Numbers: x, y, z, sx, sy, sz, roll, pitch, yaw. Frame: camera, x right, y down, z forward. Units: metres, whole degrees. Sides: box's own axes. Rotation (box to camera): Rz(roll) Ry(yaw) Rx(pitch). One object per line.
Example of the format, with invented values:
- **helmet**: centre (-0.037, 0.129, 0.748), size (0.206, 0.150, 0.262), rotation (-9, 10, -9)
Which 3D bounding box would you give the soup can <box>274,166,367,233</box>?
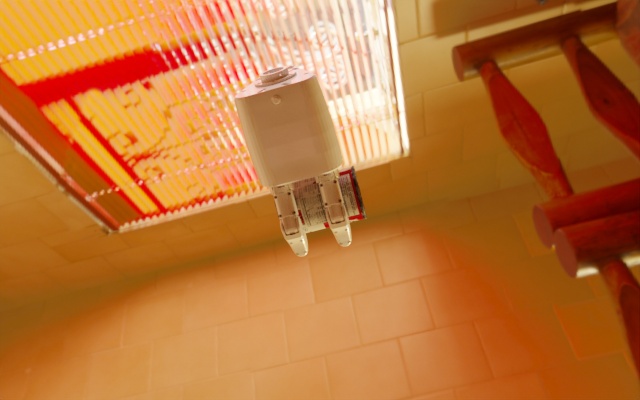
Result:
- **soup can**: centre (0.000, 0.002, 0.593), size (0.102, 0.068, 0.068), rotation (-14, -1, 5)
